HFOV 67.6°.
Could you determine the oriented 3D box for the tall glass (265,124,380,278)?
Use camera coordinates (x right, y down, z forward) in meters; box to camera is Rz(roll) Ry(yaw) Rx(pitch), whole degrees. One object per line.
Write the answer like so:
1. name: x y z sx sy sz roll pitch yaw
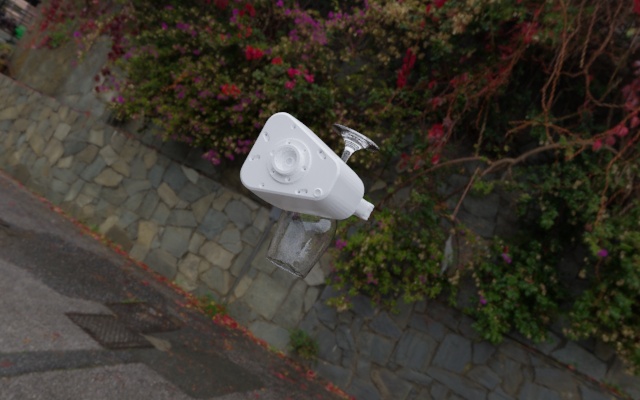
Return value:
1. tall glass: 0.001 0.002 0.643 0.079 0.201 0.079 28 -2 1
